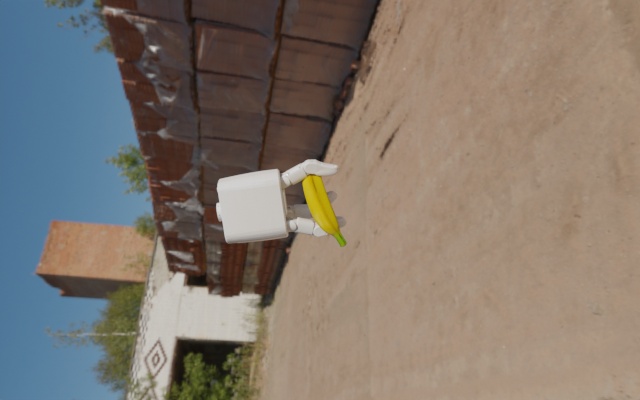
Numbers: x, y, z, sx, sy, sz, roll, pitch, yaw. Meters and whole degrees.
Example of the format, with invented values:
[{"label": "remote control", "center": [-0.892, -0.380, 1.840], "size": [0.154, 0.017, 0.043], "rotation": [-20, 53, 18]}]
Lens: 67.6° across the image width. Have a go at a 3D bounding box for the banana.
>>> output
[{"label": "banana", "center": [-0.005, -0.007, 0.813], "size": [0.037, 0.197, 0.070], "rotation": [-22, -46, 4]}]
